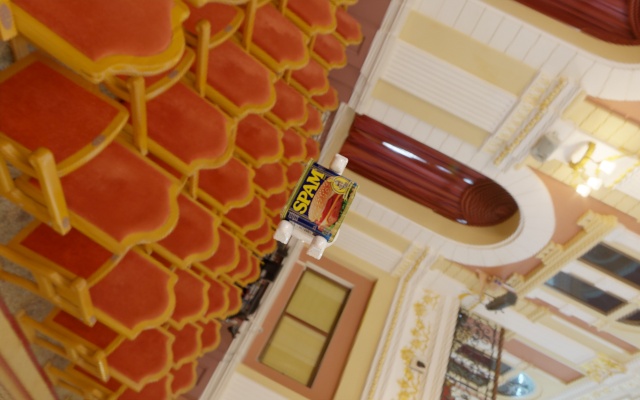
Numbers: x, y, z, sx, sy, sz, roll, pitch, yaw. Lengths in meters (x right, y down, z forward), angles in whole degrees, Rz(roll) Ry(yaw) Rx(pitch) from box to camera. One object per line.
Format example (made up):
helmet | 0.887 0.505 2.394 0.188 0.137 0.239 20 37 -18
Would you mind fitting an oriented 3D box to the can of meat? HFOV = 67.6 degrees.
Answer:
can of meat | 0.000 0.002 0.707 0.084 0.102 0.057 27 -16 1
